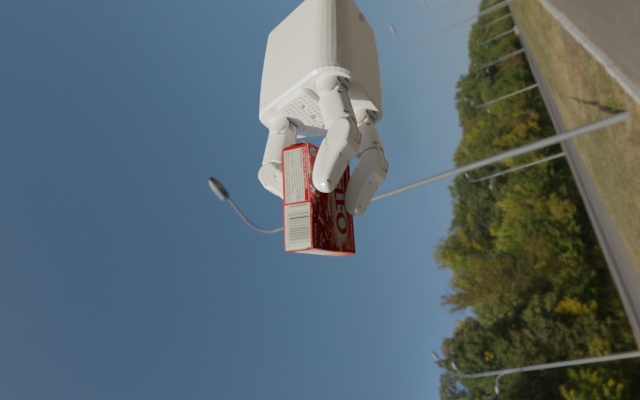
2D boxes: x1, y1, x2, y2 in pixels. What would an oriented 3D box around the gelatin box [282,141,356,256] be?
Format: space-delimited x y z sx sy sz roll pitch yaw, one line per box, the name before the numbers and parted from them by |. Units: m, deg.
gelatin box | 0.000 0.002 0.411 0.030 0.089 0.073 -9 -13 30
